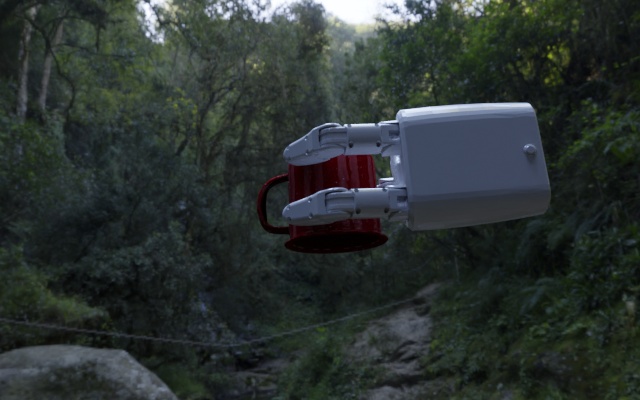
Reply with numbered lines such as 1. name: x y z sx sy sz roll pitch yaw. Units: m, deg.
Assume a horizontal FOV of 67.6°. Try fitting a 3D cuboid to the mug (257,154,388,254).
1. mug: -0.001 0.001 0.440 0.117 0.081 0.093 -4 -16 2
